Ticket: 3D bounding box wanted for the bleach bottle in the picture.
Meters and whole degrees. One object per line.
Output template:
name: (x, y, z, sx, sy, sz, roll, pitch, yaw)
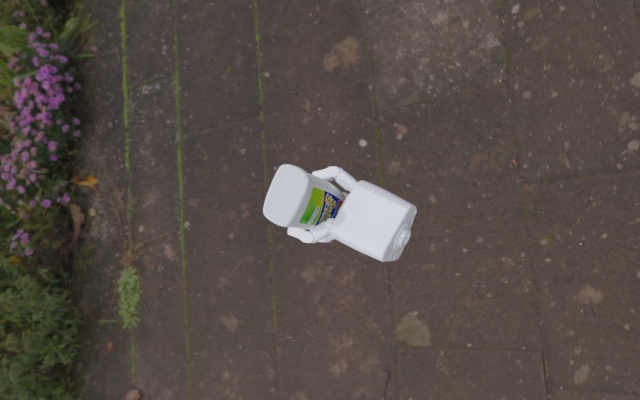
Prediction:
bleach bottle: (0.000, 0.003, 0.870, 0.068, 0.102, 0.251, 28, 9, 27)
